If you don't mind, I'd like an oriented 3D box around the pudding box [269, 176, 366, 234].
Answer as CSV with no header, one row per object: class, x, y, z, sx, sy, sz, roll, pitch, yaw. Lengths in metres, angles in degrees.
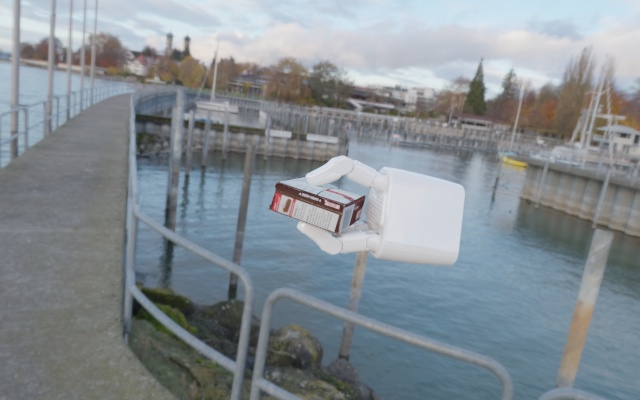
pudding box,0.000,0.002,0.593,0.090,0.039,0.113,18,10,15
